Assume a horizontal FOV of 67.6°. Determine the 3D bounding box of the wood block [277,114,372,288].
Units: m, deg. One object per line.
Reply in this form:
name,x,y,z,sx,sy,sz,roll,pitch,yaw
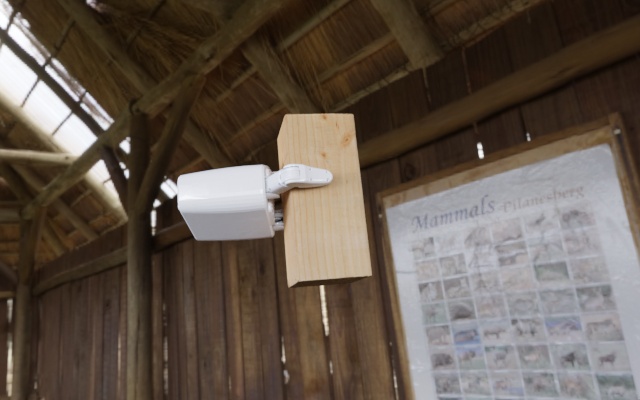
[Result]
wood block,0.000,0.002,0.612,0.090,0.206,0.091,-2,-14,-13
